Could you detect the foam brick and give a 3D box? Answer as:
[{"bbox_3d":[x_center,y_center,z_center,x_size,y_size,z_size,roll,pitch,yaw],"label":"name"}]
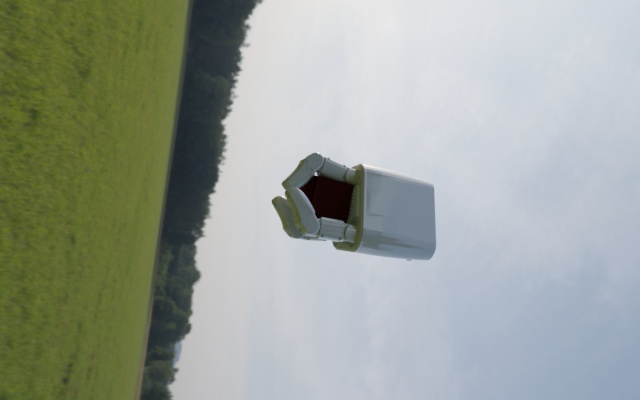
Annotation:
[{"bbox_3d":[0.000,0.002,0.607,0.051,0.053,0.078,13,-6,-17],"label":"foam brick"}]
